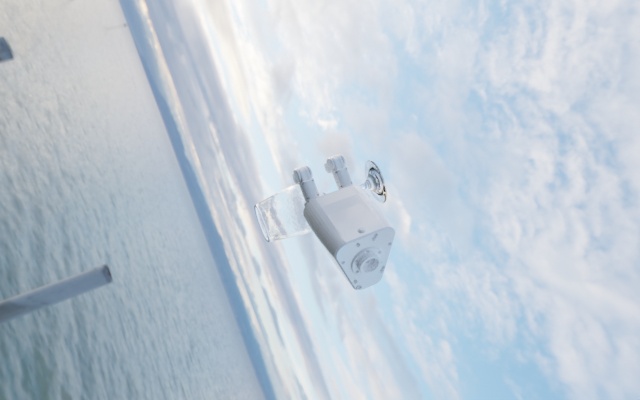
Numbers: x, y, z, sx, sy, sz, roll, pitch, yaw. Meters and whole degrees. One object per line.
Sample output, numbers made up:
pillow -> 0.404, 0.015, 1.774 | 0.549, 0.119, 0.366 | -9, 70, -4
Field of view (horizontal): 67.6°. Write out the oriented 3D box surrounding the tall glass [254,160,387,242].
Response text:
tall glass -> 0.001, 0.002, 0.754 | 0.201, 0.079, 0.079 | -20, 5, -14
